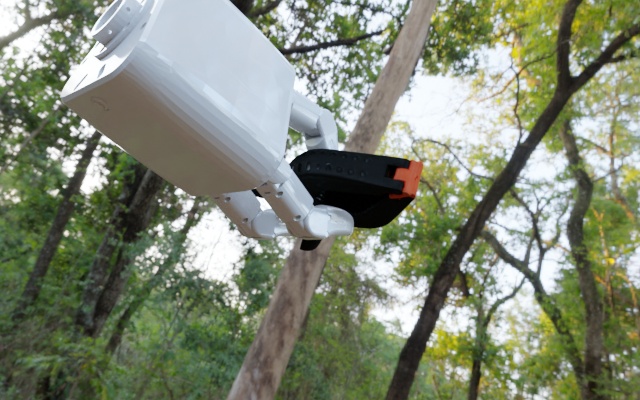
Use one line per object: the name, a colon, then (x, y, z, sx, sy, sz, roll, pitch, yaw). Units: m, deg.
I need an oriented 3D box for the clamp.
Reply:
clamp: (0.001, 0.000, 0.403, 0.210, 0.036, 0.165, -4, -31, 42)
